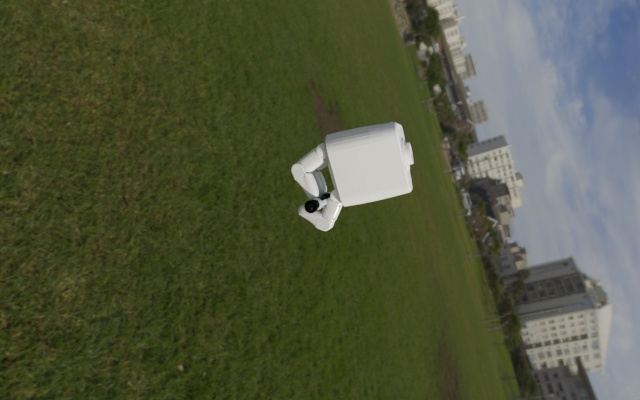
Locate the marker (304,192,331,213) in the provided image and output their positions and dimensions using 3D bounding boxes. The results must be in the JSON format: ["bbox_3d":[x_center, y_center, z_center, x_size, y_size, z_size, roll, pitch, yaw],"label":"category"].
[{"bbox_3d":[0.000,0.002,0.729,0.020,0.020,0.121,0,7,15],"label":"marker"}]
